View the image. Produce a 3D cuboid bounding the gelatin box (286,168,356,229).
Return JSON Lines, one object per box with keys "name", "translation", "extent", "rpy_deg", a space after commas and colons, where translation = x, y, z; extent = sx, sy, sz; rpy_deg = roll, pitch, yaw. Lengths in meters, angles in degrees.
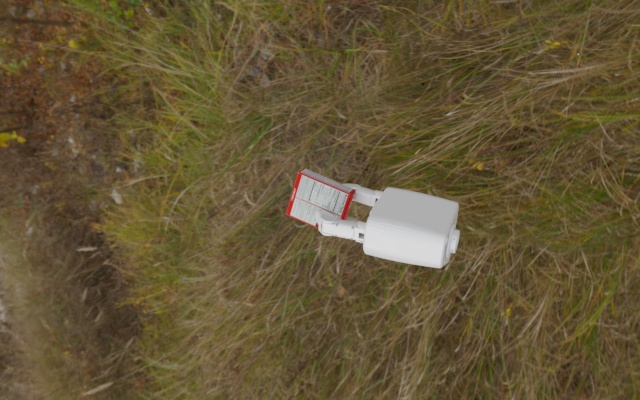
{"name": "gelatin box", "translation": [0.000, 0.002, 0.719], "extent": [0.089, 0.073, 0.030], "rpy_deg": [23, 23, 12]}
